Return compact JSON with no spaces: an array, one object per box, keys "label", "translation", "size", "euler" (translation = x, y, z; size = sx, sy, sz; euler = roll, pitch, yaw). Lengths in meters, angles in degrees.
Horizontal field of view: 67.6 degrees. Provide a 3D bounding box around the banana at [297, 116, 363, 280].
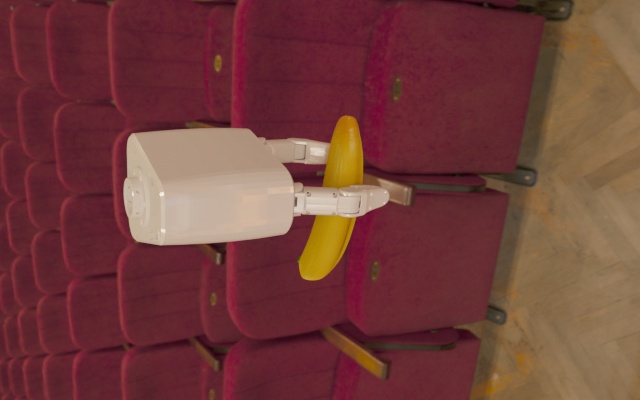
[{"label":"banana","translation":[0.007,0.016,0.470],"size":[0.037,0.198,0.069],"euler":[-4,42,-29]}]
